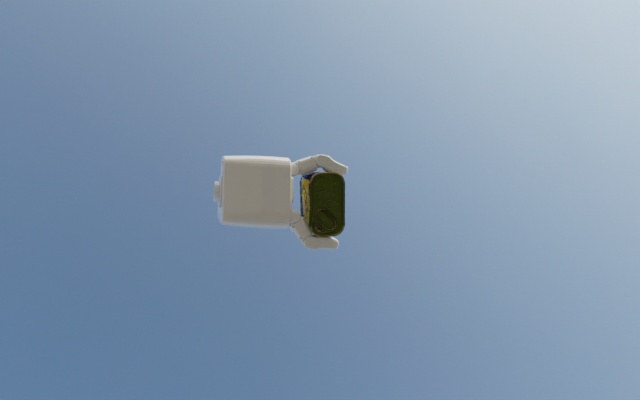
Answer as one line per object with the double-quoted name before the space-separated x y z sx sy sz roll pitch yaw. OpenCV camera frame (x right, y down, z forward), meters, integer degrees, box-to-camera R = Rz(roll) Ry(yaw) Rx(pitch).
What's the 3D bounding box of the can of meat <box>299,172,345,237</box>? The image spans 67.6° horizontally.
"can of meat" 0.000 0.002 0.784 0.057 0.102 0.084 -2 6 -16
